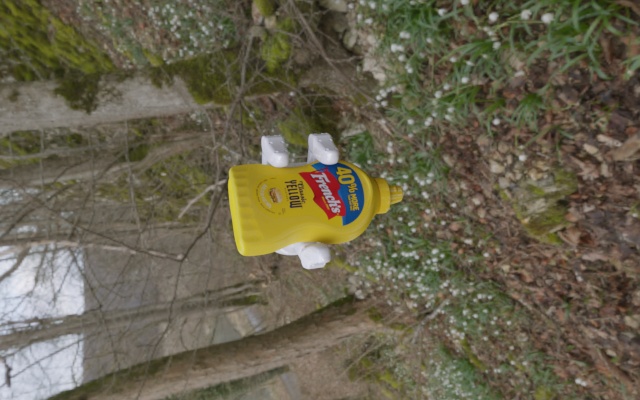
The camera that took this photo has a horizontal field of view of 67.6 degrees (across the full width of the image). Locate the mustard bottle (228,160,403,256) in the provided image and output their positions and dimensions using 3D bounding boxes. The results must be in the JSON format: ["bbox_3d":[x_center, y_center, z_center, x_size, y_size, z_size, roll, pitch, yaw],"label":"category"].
[{"bbox_3d":[0.000,0.002,0.524,0.191,0.096,0.058,-6,-28,-16],"label":"mustard bottle"}]
